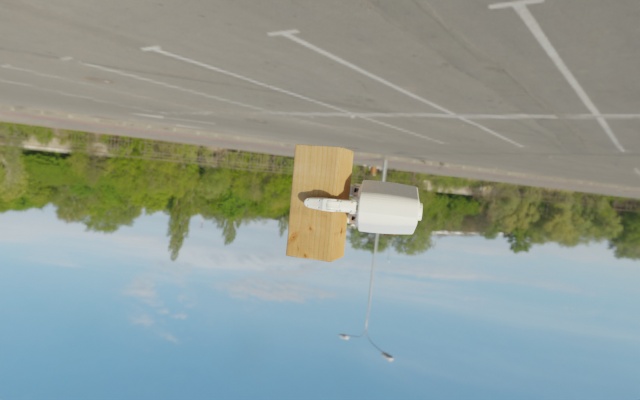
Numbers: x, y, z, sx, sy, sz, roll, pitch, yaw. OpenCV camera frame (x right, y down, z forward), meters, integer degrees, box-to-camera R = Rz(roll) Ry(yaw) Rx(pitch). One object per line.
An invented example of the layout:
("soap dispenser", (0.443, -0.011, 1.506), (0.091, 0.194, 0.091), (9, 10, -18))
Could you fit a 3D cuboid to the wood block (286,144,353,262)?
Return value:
("wood block", (0.000, 0.003, 0.899), (0.090, 0.206, 0.091), (6, 3, 19))
